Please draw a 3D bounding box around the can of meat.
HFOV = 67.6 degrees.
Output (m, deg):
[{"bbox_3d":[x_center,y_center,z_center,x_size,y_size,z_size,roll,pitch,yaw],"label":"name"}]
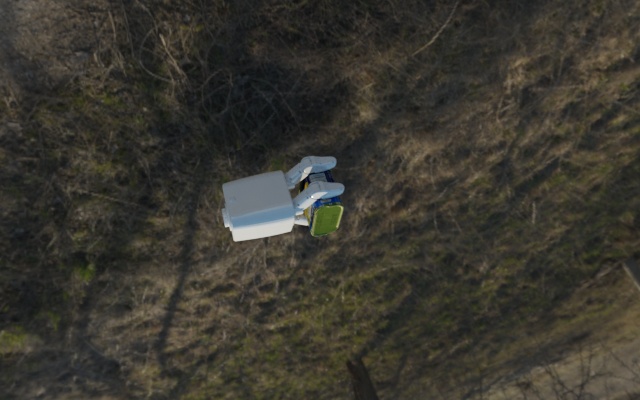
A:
[{"bbox_3d":[0.000,0.003,0.843,0.057,0.084,0.102,-10,-33,-14],"label":"can of meat"}]
